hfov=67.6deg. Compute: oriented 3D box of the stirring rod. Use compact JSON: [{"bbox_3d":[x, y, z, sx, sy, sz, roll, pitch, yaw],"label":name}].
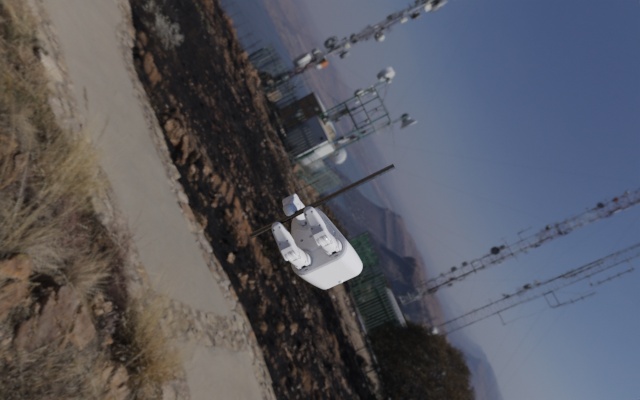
[{"bbox_3d":[0.000,0.002,0.711,0.239,0.011,0.011,-26,-5,9],"label":"stirring rod"}]
